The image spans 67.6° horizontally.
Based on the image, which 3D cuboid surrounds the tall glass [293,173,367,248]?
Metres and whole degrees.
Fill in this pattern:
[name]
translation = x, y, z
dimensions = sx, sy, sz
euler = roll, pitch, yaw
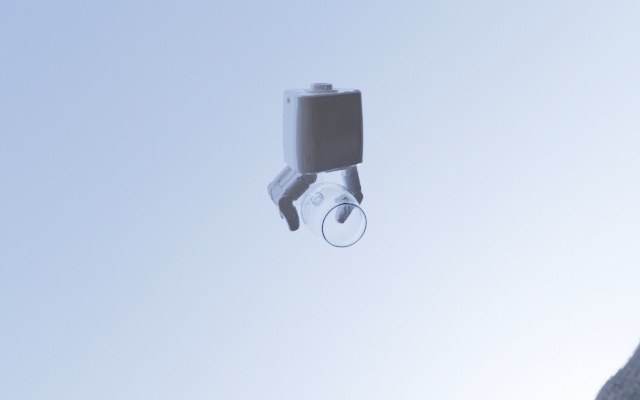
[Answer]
[tall glass]
translation = 0.000, 0.002, 0.698
dimensions = 0.079, 0.079, 0.201
euler = 0, 18, -19
